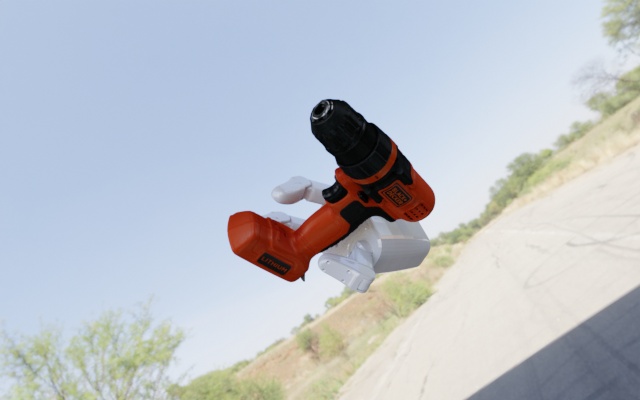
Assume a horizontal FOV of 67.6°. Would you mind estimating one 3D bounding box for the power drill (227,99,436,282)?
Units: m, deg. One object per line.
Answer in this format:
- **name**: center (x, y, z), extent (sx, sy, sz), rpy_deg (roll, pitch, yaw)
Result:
- **power drill**: center (0.000, 0.002, 0.469), extent (0.188, 0.057, 0.184), rpy_deg (-32, -45, 22)
